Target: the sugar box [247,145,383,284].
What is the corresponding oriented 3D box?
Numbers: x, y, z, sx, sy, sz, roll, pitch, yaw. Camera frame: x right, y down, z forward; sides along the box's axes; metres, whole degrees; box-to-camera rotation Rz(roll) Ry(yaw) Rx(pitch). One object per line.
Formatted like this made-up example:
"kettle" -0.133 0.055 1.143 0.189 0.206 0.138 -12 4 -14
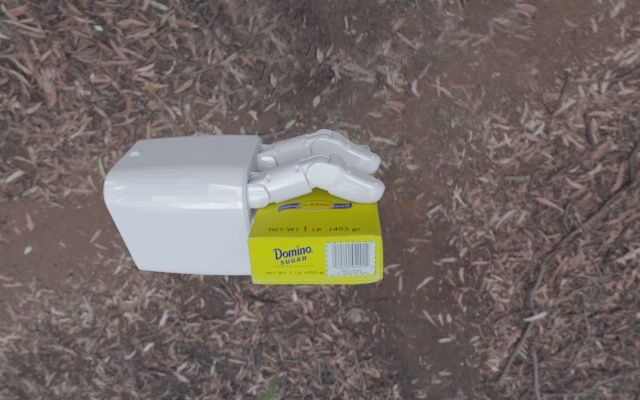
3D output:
"sugar box" 0.000 0.001 0.402 0.093 0.048 0.176 0 29 2
